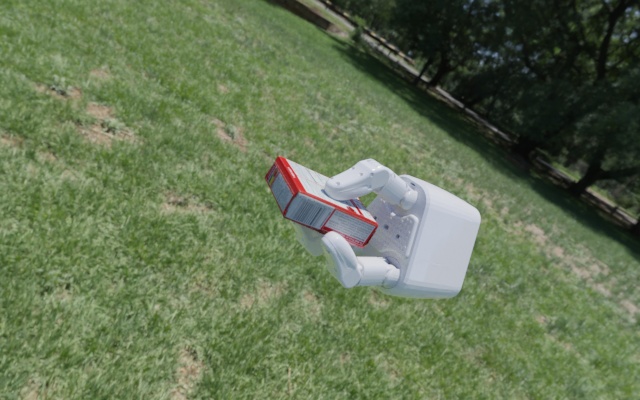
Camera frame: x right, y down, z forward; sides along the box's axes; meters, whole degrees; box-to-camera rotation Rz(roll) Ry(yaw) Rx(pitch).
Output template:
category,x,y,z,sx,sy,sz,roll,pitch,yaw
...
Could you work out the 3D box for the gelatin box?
category,x,y,z,sx,sy,sz,roll,pitch,yaw
gelatin box,0.000,0.001,0.430,0.089,0.030,0.073,23,19,-30
